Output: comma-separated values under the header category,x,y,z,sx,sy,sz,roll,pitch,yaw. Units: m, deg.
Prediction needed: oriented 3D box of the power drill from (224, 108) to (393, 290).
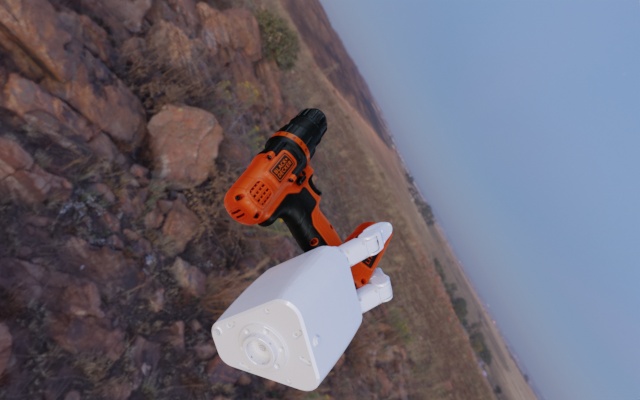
category,x,y,z,sx,sy,sz,roll,pitch,yaw
power drill,0.000,0.002,0.556,0.057,0.188,0.184,-25,24,50
